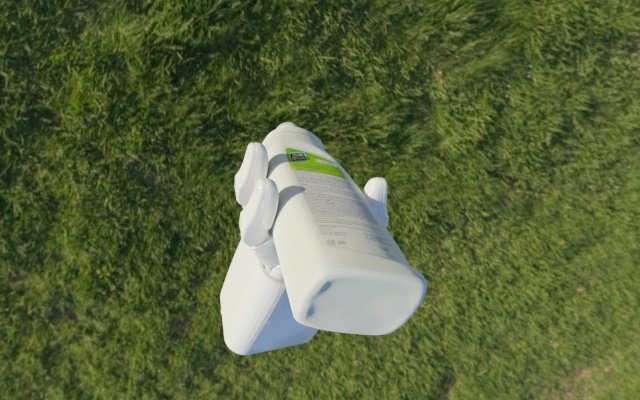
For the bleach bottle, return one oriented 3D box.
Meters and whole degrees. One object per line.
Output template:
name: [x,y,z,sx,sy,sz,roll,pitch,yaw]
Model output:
bleach bottle: [0.000,0.001,0.439,0.102,0.068,0.250,13,32,-25]
